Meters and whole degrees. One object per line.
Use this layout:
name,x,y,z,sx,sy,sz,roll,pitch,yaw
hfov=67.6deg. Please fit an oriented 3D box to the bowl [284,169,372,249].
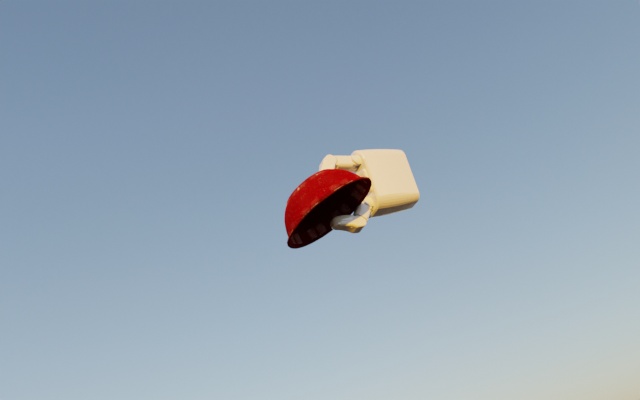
bowl,-0.001,0.002,0.733,0.162,0.055,0.162,-35,-18,-14
